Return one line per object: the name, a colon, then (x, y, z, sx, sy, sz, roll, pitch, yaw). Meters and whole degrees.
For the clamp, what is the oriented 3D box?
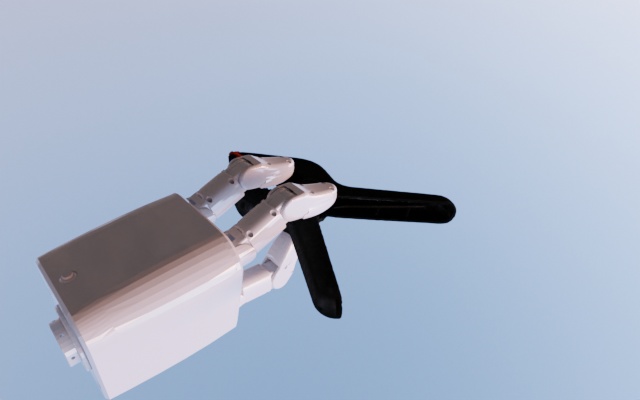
clamp: (0.000, 0.002, 0.418, 0.164, 0.036, 0.210, -25, 42, -34)
